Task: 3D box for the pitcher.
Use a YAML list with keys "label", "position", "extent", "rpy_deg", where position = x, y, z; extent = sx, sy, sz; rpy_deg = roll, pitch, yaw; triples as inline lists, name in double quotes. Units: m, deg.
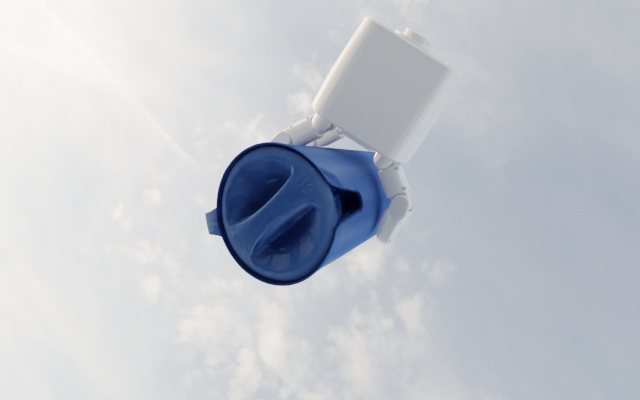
- label: "pitcher"
  position: [0.000, 0.002, 0.542]
  extent: [0.149, 0.145, 0.243]
  rpy_deg: [38, 22, 19]
